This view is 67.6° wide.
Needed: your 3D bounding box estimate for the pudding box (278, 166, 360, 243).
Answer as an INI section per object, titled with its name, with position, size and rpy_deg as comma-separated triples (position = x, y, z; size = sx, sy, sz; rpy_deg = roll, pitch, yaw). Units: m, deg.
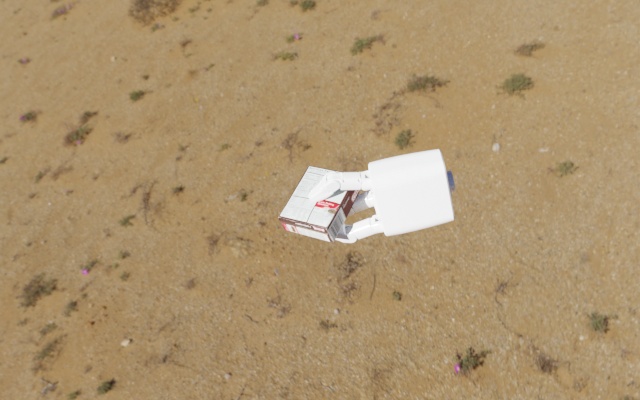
[pudding box]
position = 0.000, 0.002, 0.742
size = 0.090, 0.113, 0.039
rpy_deg = 12, -35, 28
